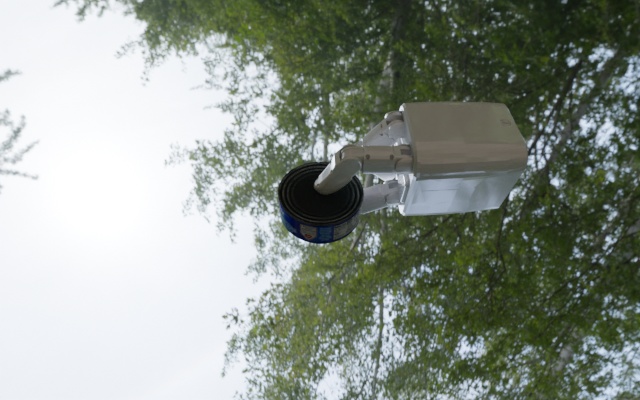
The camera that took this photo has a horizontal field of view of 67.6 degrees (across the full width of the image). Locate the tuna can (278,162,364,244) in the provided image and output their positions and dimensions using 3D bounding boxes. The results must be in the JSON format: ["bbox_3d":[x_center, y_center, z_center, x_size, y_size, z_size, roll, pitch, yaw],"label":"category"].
[{"bbox_3d":[0.000,0.002,0.487,0.086,0.086,0.034,0,-42,-2],"label":"tuna can"}]
